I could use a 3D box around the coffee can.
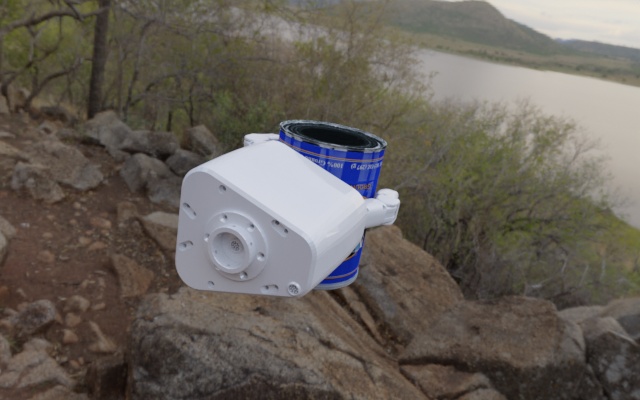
[{"bbox_3d":[0.000,0.002,0.471,0.103,0.140,0.102,10,19,-3],"label":"coffee can"}]
